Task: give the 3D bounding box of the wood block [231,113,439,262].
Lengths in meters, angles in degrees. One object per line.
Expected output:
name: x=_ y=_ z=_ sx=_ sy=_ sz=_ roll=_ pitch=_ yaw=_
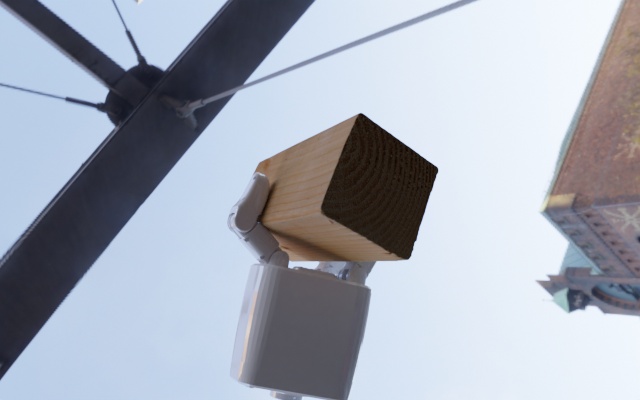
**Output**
wood block: x=0.000 y=0.002 z=0.458 sx=0.091 sy=0.090 sz=0.206 roll=30 pitch=-20 yaw=-23
